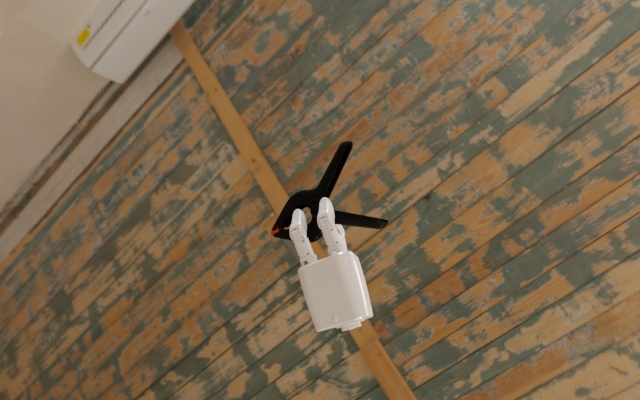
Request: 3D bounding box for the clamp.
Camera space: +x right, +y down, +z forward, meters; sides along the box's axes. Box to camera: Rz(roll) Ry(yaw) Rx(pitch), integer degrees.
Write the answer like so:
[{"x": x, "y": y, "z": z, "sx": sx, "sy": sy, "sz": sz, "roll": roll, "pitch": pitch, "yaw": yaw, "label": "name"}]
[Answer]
[{"x": 0.000, "y": 0.003, "z": 0.827, "sx": 0.210, "sy": 0.164, "sz": 0.036, "roll": -24, "pitch": -20, "yaw": 23, "label": "clamp"}]
